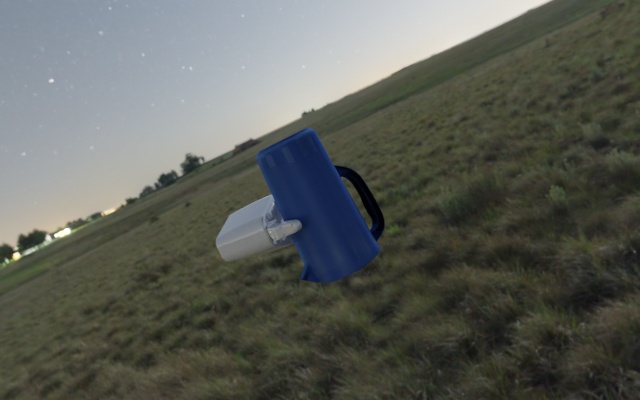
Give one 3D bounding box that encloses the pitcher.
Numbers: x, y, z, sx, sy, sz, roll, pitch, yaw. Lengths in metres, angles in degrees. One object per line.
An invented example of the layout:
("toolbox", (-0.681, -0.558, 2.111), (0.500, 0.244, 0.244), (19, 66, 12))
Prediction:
("pitcher", (0.000, 0.003, 0.807), (0.145, 0.243, 0.149), (-23, 10, 21))
